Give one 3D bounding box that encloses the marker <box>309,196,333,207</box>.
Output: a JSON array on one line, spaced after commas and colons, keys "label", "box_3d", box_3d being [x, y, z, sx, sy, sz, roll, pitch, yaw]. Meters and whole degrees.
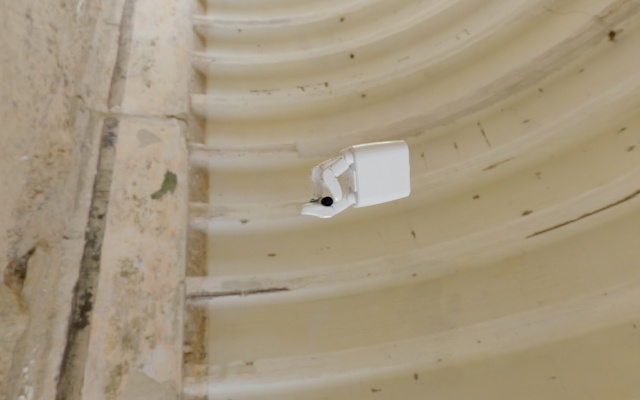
[{"label": "marker", "box_3d": [0.000, 0.003, 0.897, 0.020, 0.020, 0.121, 0, -2, -14]}]
